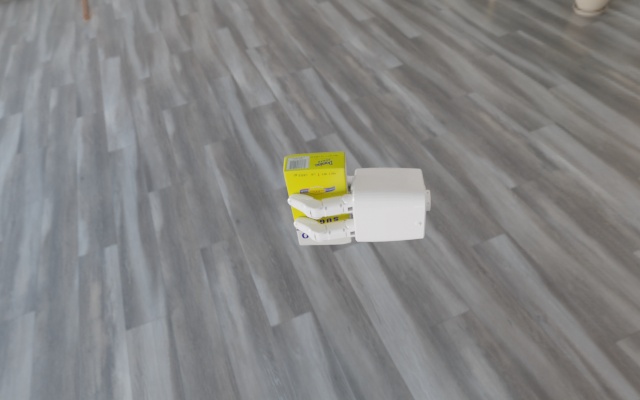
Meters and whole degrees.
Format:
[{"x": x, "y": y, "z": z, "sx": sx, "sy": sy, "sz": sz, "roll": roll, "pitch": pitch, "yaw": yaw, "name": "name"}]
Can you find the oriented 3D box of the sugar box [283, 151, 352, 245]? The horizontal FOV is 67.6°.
[{"x": 0.000, "y": 0.003, "z": 0.767, "sx": 0.093, "sy": 0.176, "sz": 0.048, "roll": -3, "pitch": 44, "yaw": 7, "name": "sugar box"}]
